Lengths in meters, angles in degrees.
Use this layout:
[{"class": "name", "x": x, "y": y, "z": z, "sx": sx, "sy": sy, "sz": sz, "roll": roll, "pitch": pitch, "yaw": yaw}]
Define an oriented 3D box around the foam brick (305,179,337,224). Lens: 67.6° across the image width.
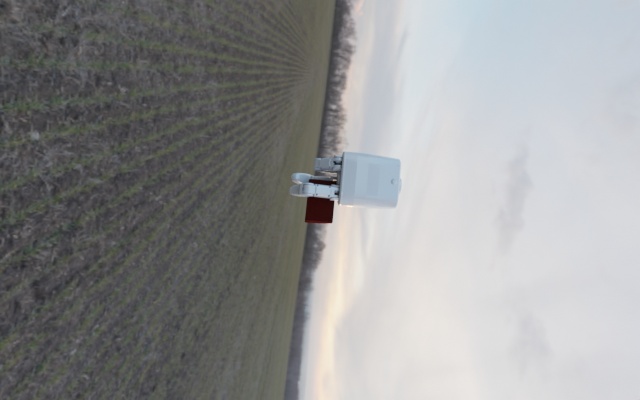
[{"class": "foam brick", "x": 0.000, "y": 0.003, "z": 0.883, "sx": 0.051, "sy": 0.078, "sz": 0.053, "roll": 6, "pitch": -6, "yaw": -2}]
